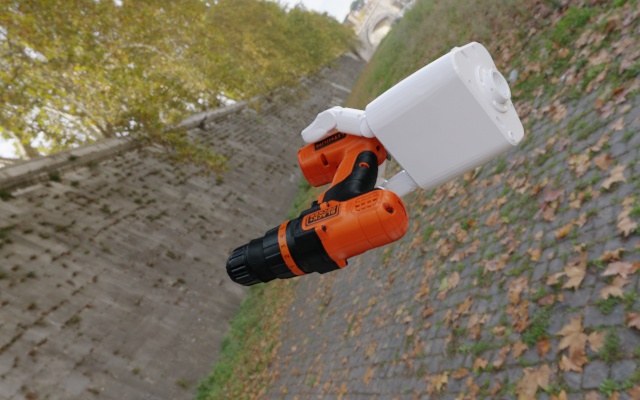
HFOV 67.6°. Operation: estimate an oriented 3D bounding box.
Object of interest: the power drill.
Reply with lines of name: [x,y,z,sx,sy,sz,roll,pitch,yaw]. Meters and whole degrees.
power drill: [0.000,0.001,0.493,0.184,0.057,0.187,-20,31,21]
